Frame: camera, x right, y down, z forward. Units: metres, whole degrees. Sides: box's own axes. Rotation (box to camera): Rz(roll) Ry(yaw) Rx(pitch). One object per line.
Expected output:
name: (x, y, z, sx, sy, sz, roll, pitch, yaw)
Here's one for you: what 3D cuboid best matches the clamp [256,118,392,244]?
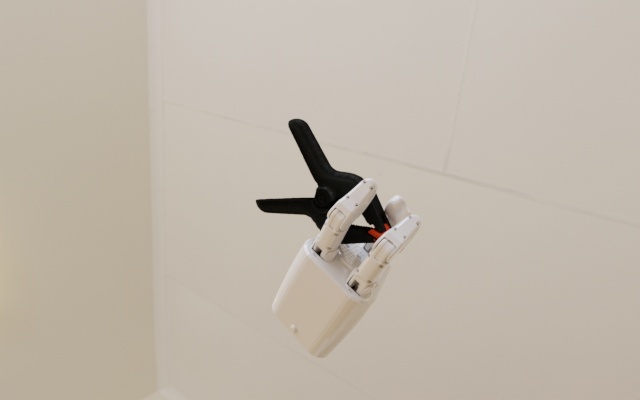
clamp: (0.001, 0.002, 0.539, 0.171, 0.120, 0.039, 44, 31, 21)
